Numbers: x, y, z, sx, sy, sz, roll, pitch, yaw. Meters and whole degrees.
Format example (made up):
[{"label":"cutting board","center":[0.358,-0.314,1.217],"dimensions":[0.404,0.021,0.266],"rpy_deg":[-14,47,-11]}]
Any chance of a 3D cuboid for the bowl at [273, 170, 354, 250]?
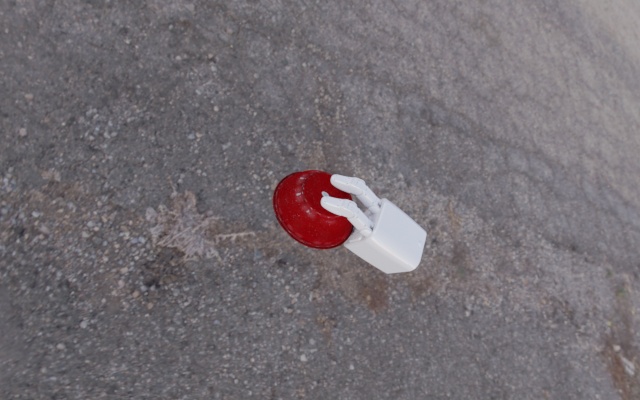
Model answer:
[{"label":"bowl","center":[-0.001,0.002,0.842],"dimensions":[0.162,0.162,0.055],"rpy_deg":[0,-30,-28]}]
